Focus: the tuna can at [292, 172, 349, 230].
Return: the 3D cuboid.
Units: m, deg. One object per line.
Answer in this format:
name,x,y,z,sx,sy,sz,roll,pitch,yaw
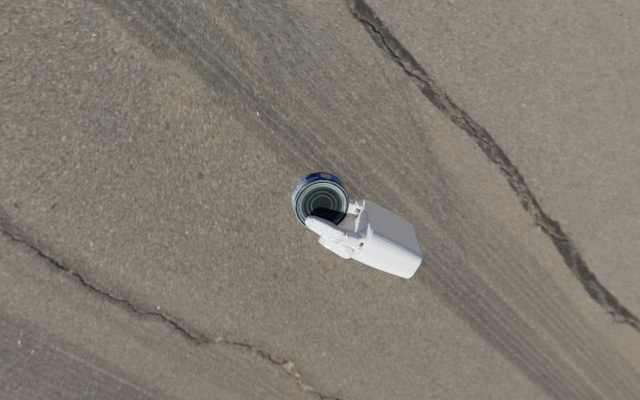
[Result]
tuna can,0.000,0.003,0.722,0.086,0.086,0.033,0,23,-8
